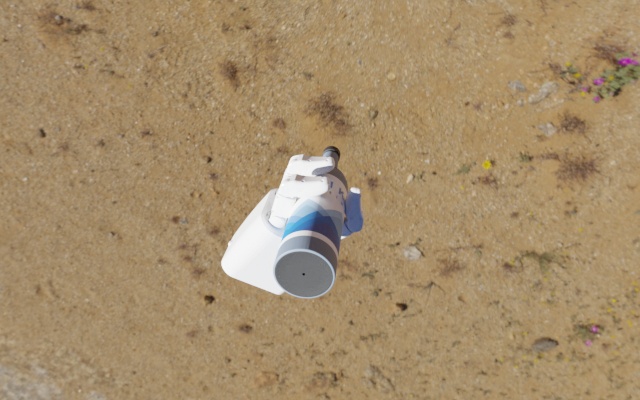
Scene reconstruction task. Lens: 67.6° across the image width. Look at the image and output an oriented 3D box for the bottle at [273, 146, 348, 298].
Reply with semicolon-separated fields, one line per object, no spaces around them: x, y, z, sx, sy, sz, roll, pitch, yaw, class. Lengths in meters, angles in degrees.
0.000;0.002;0.622;0.069;0.069;0.295;0;31;8;bottle
